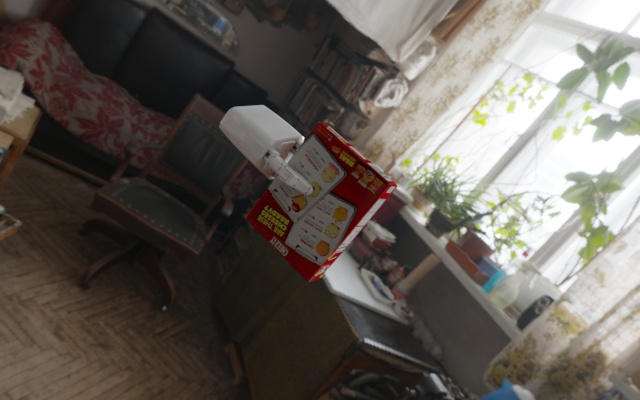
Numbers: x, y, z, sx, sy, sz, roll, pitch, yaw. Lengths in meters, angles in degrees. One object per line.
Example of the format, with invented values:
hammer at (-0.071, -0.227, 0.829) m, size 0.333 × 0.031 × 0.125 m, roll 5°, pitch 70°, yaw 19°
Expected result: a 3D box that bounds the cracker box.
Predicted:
cracker box at (0.000, 0.003, 0.811) m, size 0.164 × 0.214 × 0.072 m, roll 43°, pitch 14°, yaw 18°
